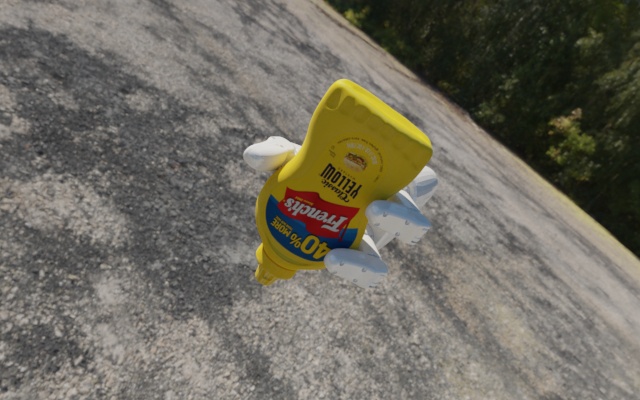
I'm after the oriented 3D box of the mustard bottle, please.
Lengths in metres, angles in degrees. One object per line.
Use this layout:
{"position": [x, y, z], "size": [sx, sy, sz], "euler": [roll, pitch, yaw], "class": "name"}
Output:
{"position": [0.000, 0.001, 0.407], "size": [0.096, 0.192, 0.058], "euler": [34, 22, -7], "class": "mustard bottle"}
